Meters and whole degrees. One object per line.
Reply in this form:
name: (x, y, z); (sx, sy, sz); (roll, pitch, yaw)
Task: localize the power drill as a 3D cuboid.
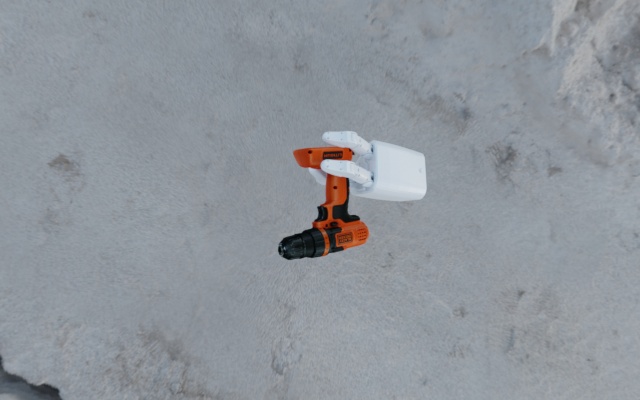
power drill: (0.000, 0.002, 0.825); (0.184, 0.187, 0.057); (-9, 7, -38)
